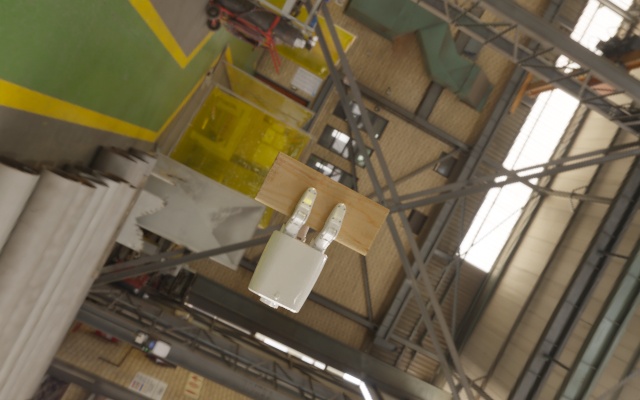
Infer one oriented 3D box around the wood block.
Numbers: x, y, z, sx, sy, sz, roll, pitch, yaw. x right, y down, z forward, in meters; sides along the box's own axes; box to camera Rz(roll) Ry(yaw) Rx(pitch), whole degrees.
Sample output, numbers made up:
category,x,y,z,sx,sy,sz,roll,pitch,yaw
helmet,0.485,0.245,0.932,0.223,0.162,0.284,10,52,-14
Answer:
category,x,y,z,sx,sy,sz,roll,pitch,yaw
wood block,0.000,0.003,0.821,0.206,0.090,0.091,28,1,-8
